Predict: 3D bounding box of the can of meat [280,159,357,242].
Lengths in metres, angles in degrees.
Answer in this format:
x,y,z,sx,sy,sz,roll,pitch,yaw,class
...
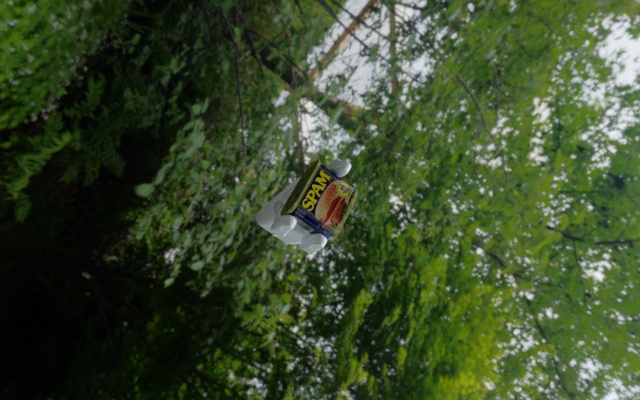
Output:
x,y,z,sx,sy,sz,roll,pitch,yaw,class
0.000,0.003,0.745,0.084,0.102,0.057,36,-25,-15,can of meat
